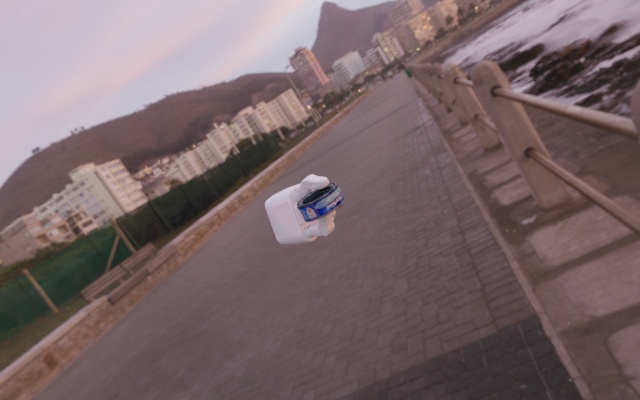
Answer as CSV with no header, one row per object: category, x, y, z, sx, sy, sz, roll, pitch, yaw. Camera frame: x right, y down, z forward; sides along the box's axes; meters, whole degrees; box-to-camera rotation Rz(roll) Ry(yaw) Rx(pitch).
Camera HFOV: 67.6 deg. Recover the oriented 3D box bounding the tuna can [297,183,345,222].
tuna can,0.000,0.002,0.874,0.086,0.034,0.086,-28,13,7
